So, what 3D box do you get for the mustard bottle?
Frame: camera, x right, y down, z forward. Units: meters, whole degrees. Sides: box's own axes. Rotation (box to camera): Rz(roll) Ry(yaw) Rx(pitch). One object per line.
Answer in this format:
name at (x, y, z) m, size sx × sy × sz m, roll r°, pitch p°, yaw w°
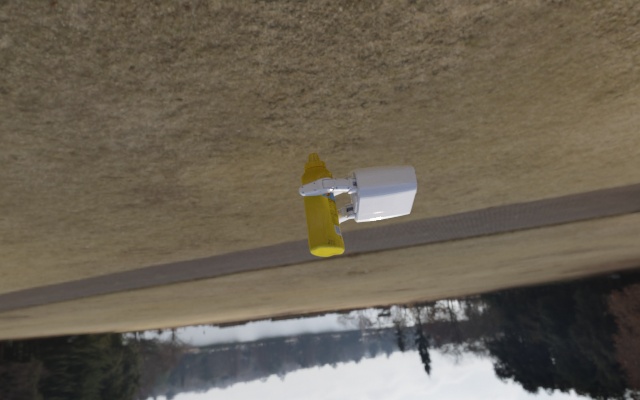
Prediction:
mustard bottle at (0.000, 0.003, 0.880) m, size 0.058 × 0.191 × 0.096 m, roll -14°, pitch -17°, yaw 18°
